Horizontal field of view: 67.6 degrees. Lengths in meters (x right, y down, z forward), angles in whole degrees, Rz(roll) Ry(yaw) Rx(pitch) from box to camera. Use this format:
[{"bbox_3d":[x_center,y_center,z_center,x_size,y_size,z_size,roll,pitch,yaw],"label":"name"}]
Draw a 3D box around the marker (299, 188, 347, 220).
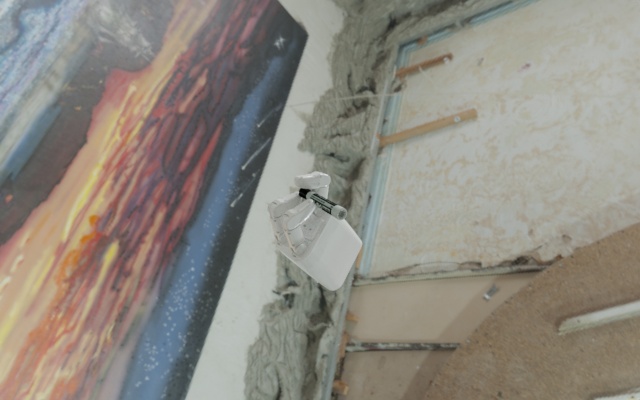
[{"bbox_3d":[0.000,0.002,0.740,0.020,0.020,0.121,0,17,-33],"label":"marker"}]
